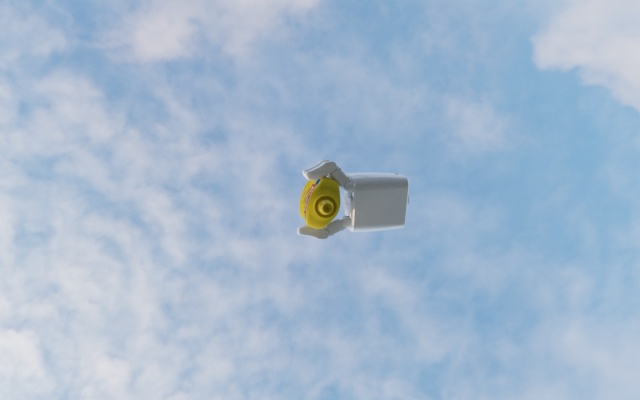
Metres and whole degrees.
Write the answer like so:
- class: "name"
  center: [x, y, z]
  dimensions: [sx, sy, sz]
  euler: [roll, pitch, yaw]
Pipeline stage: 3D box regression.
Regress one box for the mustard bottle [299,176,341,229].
- class: "mustard bottle"
  center: [0.000, 0.003, 0.889]
  dimensions: [0.058, 0.096, 0.191]
  euler: [22, 3, -10]
